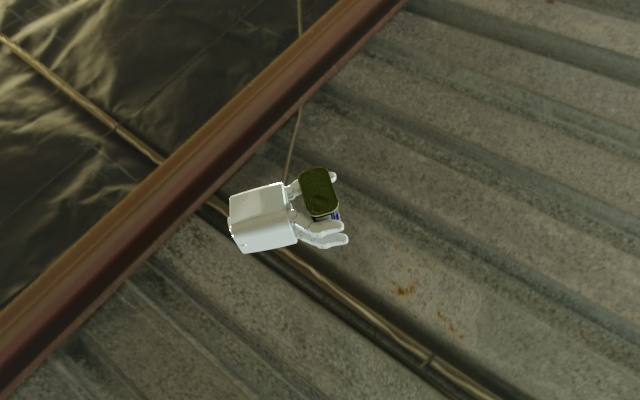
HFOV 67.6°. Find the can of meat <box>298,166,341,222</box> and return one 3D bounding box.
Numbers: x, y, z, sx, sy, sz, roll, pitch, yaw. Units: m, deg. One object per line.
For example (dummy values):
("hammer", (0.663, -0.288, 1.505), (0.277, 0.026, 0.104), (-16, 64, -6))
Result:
("can of meat", (0.000, 0.003, 0.874), (0.057, 0.102, 0.084), (-17, -32, -2))
